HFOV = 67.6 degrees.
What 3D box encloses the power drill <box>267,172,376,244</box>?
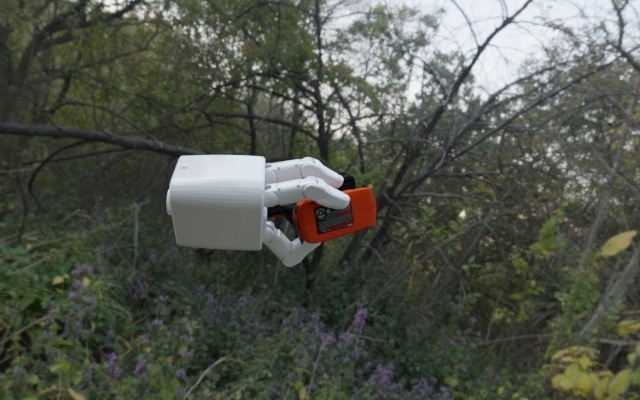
[{"bbox_3d":[0.000,0.002,0.674,0.184,0.057,0.187,-16,14,-22],"label":"power drill"}]
